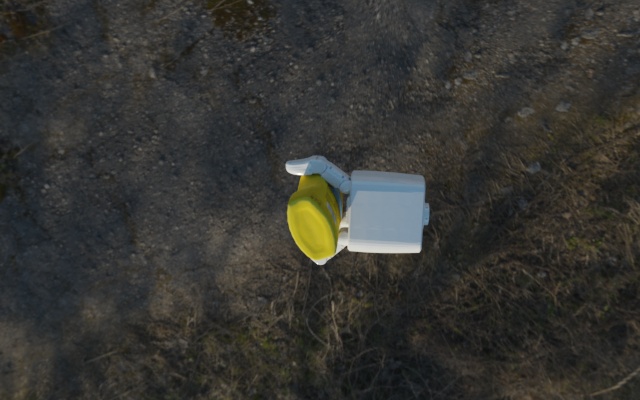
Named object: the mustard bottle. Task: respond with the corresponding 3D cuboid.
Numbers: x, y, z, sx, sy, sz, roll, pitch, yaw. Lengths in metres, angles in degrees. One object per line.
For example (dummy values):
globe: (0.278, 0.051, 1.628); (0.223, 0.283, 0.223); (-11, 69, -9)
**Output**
mustard bottle: (0.000, 0.002, 0.710); (0.058, 0.096, 0.191); (-20, 19, 16)
